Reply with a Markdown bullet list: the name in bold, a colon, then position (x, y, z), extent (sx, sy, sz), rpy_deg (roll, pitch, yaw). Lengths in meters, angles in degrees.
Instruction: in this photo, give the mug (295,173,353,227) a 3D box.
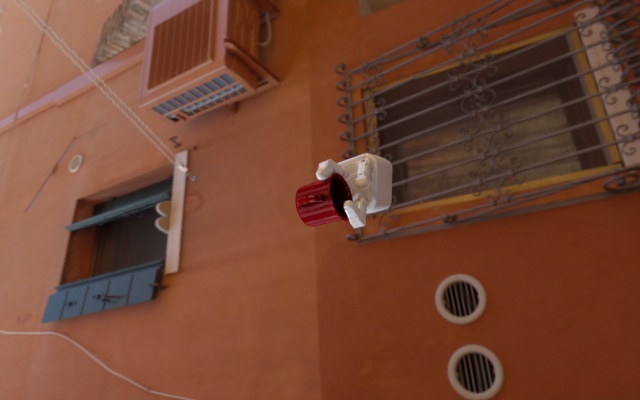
- **mug**: position (-0.001, 0.003, 0.895), extent (0.081, 0.093, 0.117), rpy_deg (-15, -7, 27)
